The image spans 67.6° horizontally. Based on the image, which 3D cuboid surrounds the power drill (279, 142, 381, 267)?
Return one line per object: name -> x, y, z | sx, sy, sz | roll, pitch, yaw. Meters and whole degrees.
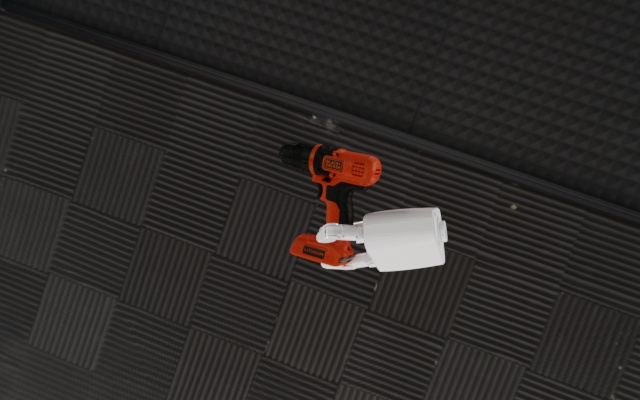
power drill -> 0.000, 0.003, 0.783 | 0.184, 0.188, 0.057 | 14, 13, 31
